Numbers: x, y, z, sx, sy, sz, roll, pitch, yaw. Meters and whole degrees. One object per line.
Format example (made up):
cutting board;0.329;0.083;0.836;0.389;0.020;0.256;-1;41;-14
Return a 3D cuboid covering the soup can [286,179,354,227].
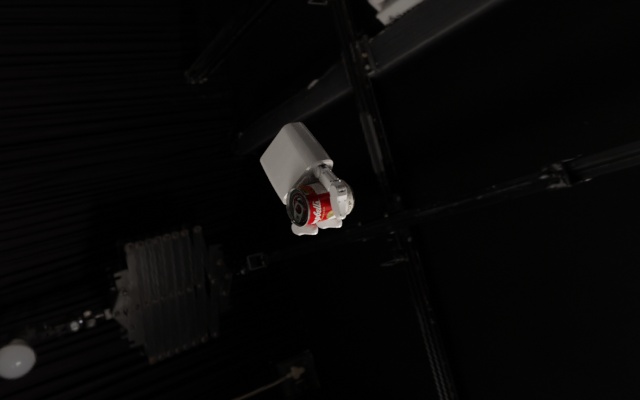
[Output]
soup can;0.001;0.003;0.836;0.102;0.068;0.068;-13;8;-36
